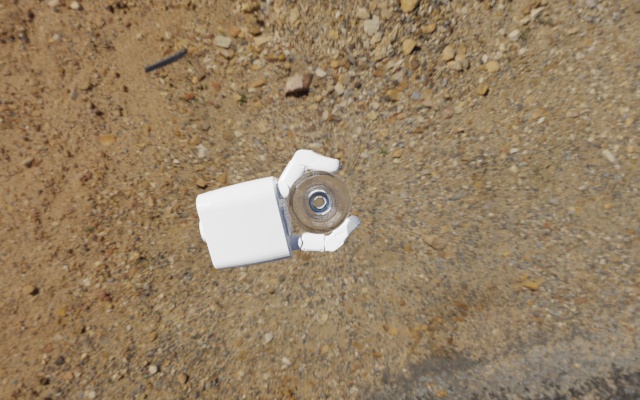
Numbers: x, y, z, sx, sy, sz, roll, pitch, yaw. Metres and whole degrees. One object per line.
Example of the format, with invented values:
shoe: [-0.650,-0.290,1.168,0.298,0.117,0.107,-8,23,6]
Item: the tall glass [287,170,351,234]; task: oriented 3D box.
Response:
tall glass: [0.000,0.002,0.648,0.079,0.079,0.201,0,0,2]
